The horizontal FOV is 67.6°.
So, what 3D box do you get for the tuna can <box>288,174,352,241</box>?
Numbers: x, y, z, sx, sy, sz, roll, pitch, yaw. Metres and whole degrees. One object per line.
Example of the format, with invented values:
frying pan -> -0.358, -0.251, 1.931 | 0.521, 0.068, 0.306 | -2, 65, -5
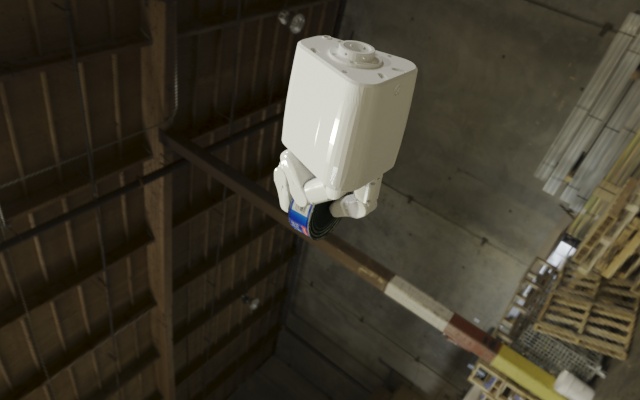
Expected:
tuna can -> 0.000, 0.002, 0.563 | 0.033, 0.086, 0.086 | 28, 13, 25
